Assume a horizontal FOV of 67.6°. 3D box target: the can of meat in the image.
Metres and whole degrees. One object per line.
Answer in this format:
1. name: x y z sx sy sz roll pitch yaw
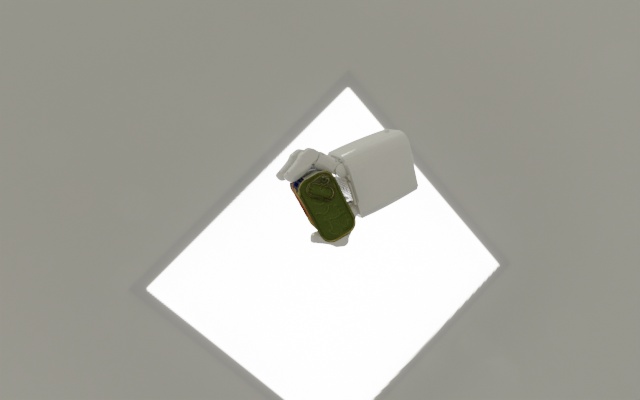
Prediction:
1. can of meat: 0.000 0.002 0.710 0.057 0.102 0.084 -30 16 -8
